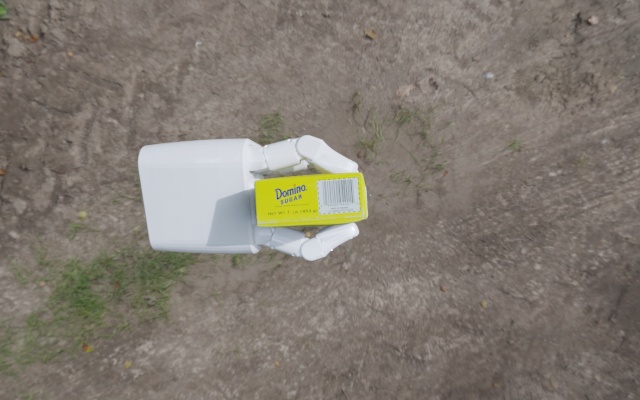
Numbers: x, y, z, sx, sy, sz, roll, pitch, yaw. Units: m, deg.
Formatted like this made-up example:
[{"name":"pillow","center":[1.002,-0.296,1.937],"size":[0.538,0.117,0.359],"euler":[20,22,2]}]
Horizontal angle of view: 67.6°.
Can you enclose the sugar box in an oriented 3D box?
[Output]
[{"name":"sugar box","center":[0.000,0.001,0.476],"size":[0.093,0.048,0.176],"euler":[-3,0,5]}]
